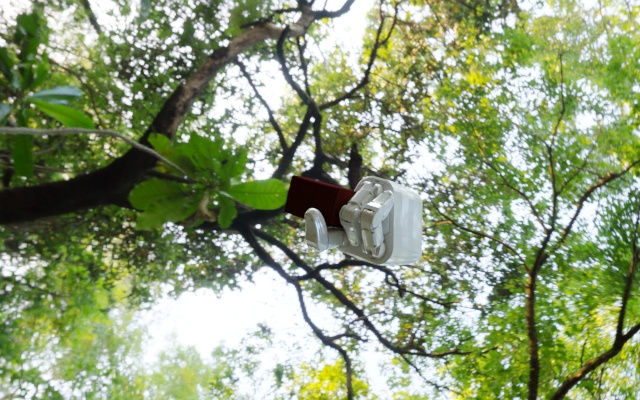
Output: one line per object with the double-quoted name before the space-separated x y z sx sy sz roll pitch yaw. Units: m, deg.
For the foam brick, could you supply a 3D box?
"foam brick" 0.000 0.002 0.638 0.078 0.053 0.051 18 6 36
